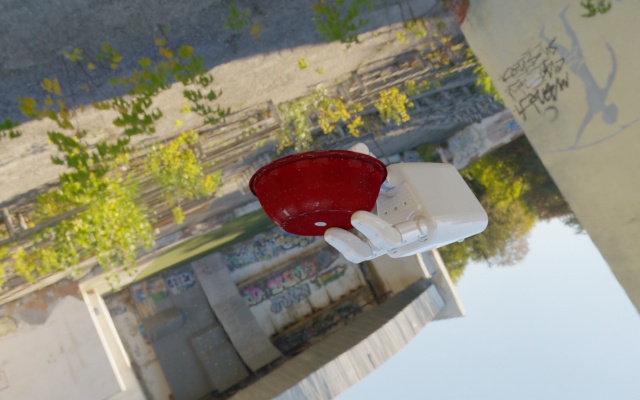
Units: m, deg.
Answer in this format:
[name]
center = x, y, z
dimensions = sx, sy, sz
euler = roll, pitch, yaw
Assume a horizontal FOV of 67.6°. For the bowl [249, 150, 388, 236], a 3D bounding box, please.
[bowl]
center = -0.001, 0.002, 0.547
dimensions = 0.162, 0.055, 0.162
euler = -5, -21, -2
